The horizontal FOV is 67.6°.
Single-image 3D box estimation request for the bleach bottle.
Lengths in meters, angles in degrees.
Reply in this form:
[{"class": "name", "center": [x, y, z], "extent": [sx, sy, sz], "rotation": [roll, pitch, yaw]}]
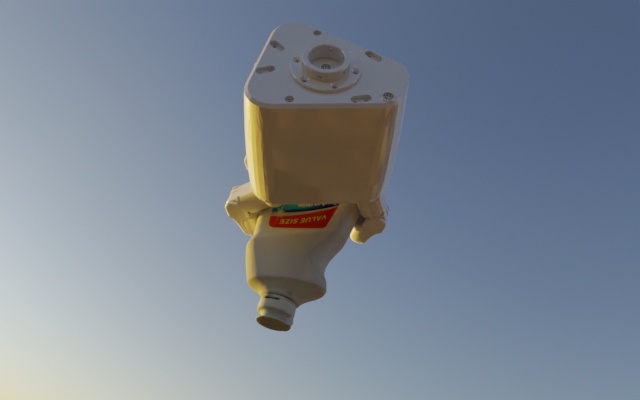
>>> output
[{"class": "bleach bottle", "center": [0.000, 0.001, 0.450], "extent": [0.102, 0.250, 0.068], "rotation": [13, -34, 5]}]
